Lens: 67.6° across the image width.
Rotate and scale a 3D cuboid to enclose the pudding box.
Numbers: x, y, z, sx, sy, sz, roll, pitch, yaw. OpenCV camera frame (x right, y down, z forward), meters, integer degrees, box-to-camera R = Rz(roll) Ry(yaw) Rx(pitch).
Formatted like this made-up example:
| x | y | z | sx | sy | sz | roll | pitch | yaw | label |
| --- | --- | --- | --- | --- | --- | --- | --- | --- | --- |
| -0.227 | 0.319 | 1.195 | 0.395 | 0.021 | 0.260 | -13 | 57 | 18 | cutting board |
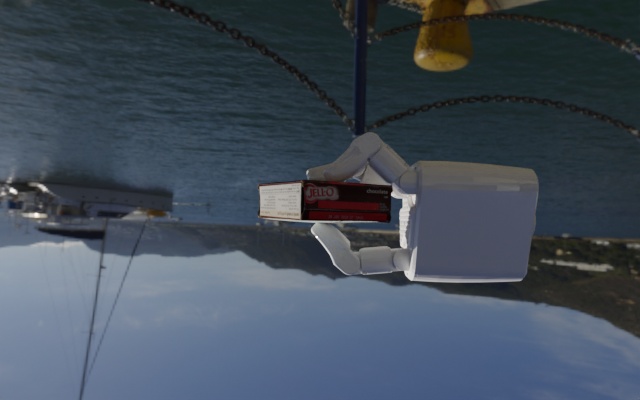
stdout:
| x | y | z | sx | sy | sz | roll | pitch | yaw | label |
| --- | --- | --- | --- | --- | --- | --- | --- | --- | --- |
| 0.000 | 0.002 | 0.452 | 0.090 | 0.039 | 0.113 | 4 | -4 | -27 | pudding box |
